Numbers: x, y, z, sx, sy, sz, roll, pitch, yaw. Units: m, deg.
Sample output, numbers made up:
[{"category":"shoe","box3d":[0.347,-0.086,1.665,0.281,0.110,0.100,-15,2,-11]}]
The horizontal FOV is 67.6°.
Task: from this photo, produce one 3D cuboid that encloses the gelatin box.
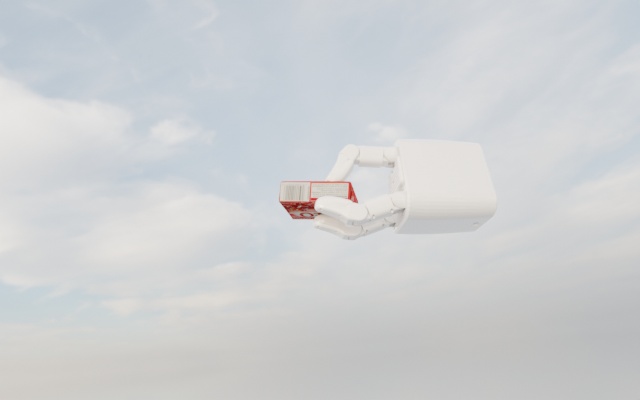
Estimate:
[{"category":"gelatin box","box3d":[0.000,0.002,0.595,0.089,0.030,0.073,1,-18,11]}]
